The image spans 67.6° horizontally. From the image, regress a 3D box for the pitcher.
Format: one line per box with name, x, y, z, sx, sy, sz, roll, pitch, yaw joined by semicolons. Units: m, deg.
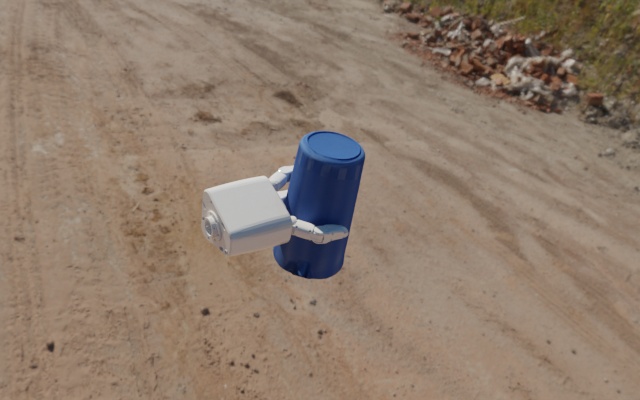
pitcher;0.000;0.003;0.831;0.145;0.243;0.149;-12;42;-32
